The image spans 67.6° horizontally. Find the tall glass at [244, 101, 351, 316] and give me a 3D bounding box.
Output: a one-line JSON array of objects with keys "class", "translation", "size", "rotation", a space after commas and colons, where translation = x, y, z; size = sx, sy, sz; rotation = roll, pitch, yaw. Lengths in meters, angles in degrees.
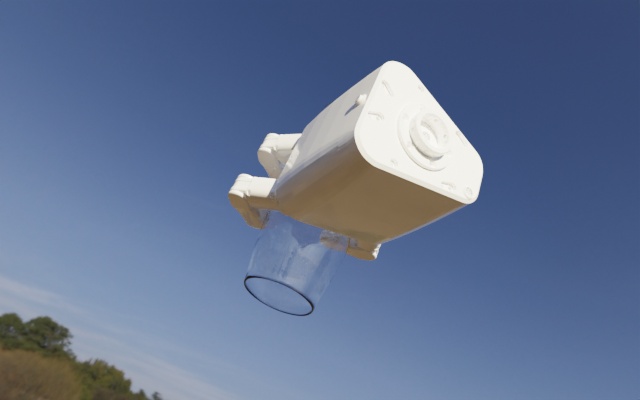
[{"class": "tall glass", "translation": [0.000, 0.001, 0.439], "size": [0.079, 0.201, 0.079], "rotation": [17, -32, 11]}]
